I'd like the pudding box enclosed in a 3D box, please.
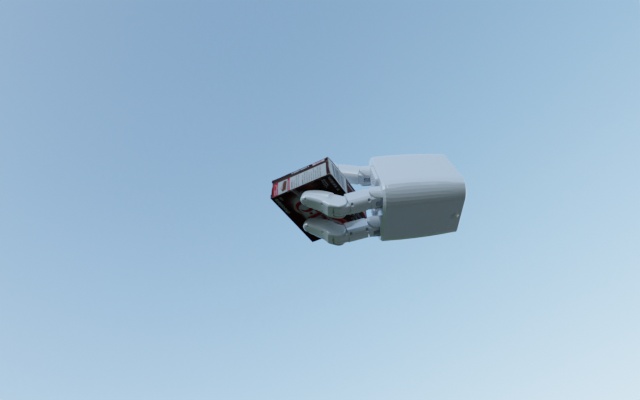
[{"bbox_3d":[0.000,0.002,0.645,0.090,0.039,0.113,-23,-48,20],"label":"pudding box"}]
